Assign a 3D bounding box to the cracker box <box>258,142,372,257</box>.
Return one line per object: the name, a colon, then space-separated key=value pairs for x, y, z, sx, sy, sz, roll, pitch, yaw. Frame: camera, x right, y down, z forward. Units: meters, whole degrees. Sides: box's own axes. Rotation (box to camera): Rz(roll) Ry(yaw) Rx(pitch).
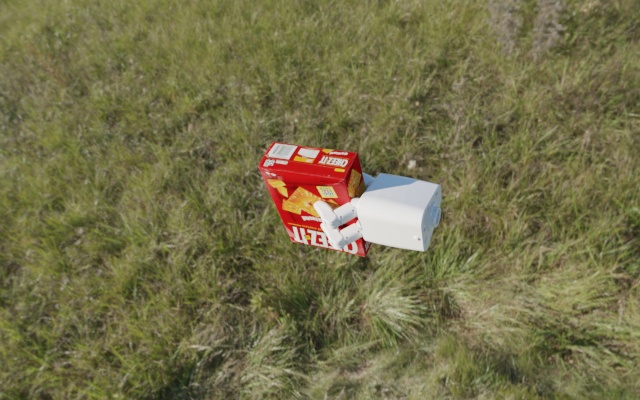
cracker box: x=0.000 y=0.003 z=0.852 sx=0.164 sy=0.072 sz=0.214 roll=10 pitch=-38 yaw=25
